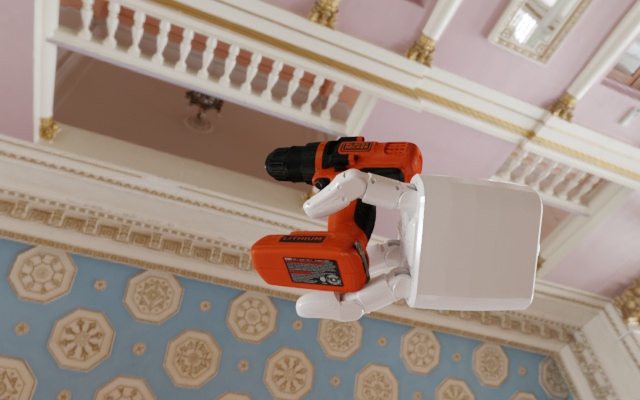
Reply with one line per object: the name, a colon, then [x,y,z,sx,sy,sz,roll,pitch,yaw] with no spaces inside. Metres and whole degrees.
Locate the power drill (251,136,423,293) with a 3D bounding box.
power drill: [0.000,0.002,0.488,0.184,0.057,0.187,0,42,24]
